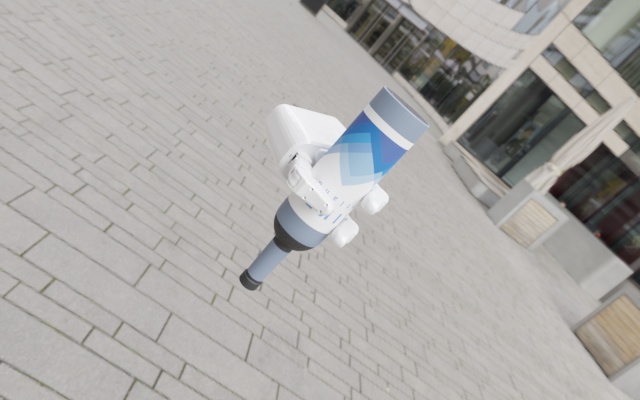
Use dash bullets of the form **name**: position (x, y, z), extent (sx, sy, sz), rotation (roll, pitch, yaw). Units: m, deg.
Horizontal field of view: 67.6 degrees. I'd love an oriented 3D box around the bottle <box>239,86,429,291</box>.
- **bottle**: position (0.000, 0.002, 0.561), extent (0.069, 0.296, 0.069), rotation (37, 20, -15)
